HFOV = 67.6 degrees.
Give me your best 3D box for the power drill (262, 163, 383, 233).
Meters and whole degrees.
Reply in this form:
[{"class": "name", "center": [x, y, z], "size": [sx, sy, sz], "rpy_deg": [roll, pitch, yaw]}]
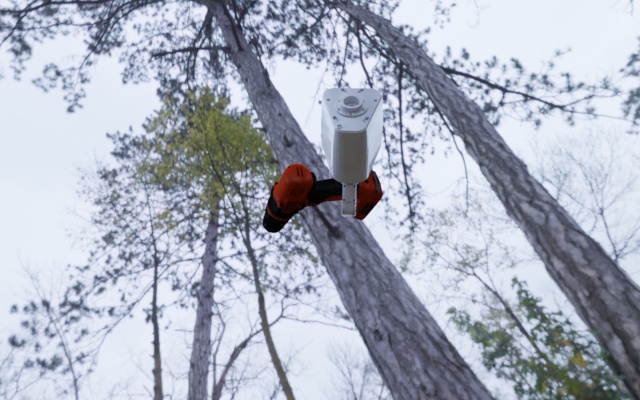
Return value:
[{"class": "power drill", "center": [0.001, 0.003, 0.834], "size": [0.187, 0.057, 0.184], "rpy_deg": [-3, -28, -24]}]
